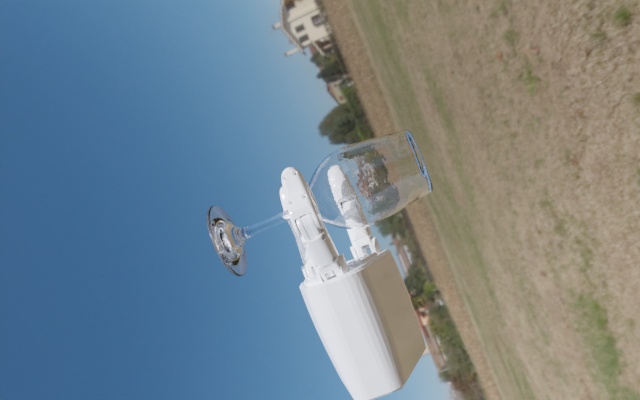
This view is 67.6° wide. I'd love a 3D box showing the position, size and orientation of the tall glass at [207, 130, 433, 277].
[{"bbox_3d":[-0.001,0.002,0.450,0.201,0.079,0.079,-23,-4,8],"label":"tall glass"}]
